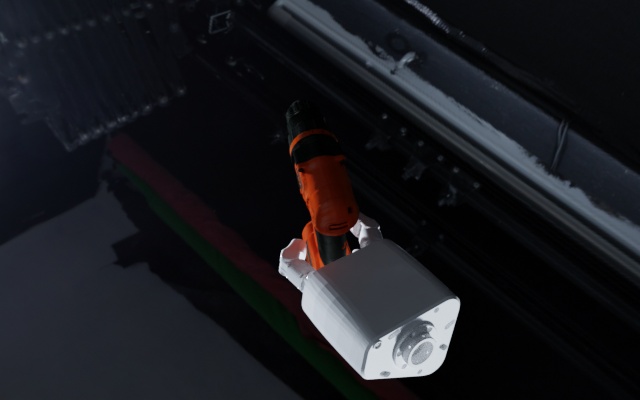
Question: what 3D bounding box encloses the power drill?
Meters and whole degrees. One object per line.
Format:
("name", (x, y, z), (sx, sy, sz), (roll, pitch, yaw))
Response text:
("power drill", (0.000, 0.002, 0.545), (0.057, 0.184, 0.188), (-12, -41, -3))
